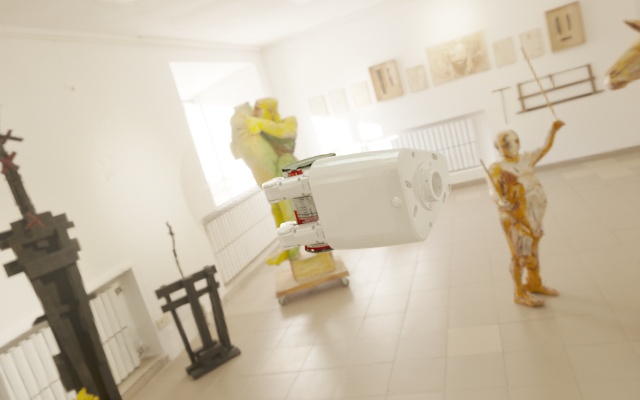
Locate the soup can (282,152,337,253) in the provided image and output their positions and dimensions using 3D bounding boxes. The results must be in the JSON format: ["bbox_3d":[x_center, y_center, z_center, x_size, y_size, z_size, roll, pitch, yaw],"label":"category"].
[{"bbox_3d":[0.000,0.002,0.558,0.068,0.102,0.068,-16,11,3],"label":"soup can"}]
